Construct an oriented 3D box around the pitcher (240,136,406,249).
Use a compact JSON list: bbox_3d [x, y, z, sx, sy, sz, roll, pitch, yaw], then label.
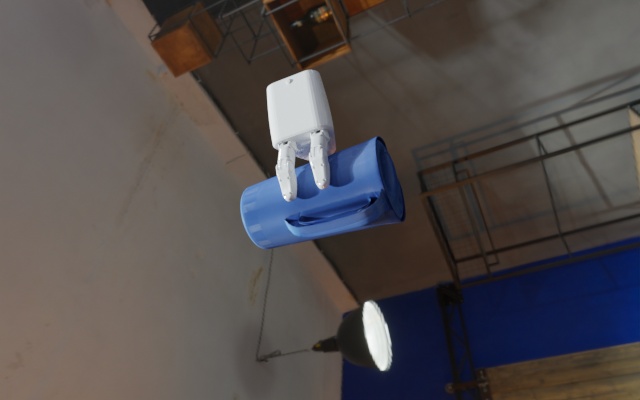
[{"bbox_3d":[0.000,0.002,0.738,0.243,0.145,0.149,-17,-21,19],"label":"pitcher"}]
